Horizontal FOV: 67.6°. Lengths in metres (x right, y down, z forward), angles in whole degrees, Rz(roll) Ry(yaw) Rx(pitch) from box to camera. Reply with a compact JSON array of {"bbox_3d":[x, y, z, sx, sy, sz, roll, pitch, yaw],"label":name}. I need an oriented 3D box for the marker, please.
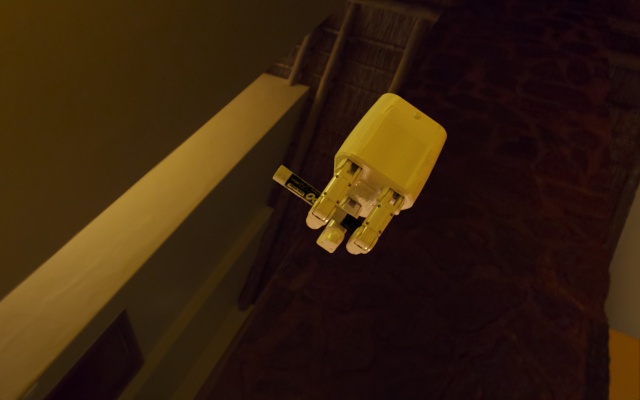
[{"bbox_3d":[0.000,0.002,0.546,0.121,0.020,0.020,35,-1,-2],"label":"marker"}]
